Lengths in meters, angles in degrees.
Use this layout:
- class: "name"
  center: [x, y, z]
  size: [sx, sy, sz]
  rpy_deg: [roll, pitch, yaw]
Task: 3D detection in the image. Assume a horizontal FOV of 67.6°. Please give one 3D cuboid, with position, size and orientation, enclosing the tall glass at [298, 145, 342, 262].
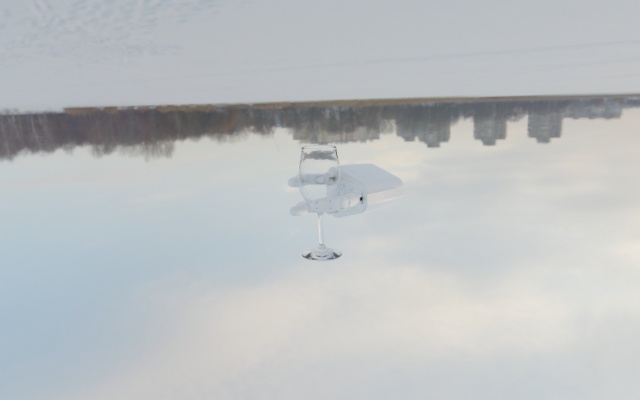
- class: "tall glass"
  center: [0.000, 0.004, 0.861]
  size: [0.079, 0.201, 0.079]
  rpy_deg: [-2, 12, 0]
